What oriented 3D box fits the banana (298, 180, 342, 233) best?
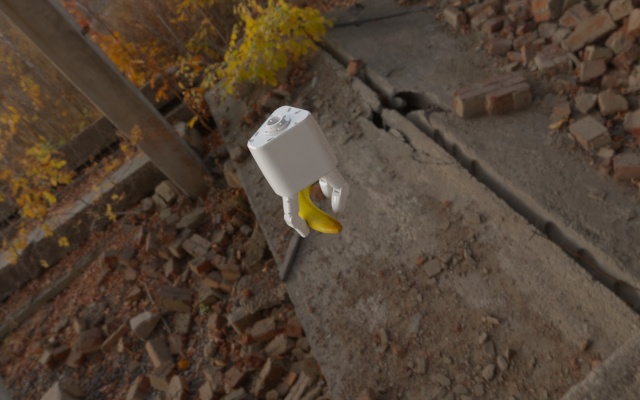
[{"bbox_3d":[-0.018,0.009,0.887,0.069,0.037,0.197,-25,34,0],"label":"banana"}]
